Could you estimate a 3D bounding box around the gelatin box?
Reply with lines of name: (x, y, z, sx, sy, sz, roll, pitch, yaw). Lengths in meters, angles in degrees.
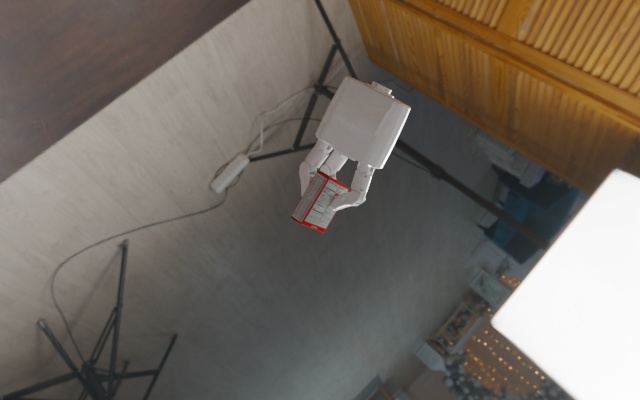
gelatin box: (0.000, 0.003, 0.778, 0.030, 0.089, 0.073, 32, 4, 32)
